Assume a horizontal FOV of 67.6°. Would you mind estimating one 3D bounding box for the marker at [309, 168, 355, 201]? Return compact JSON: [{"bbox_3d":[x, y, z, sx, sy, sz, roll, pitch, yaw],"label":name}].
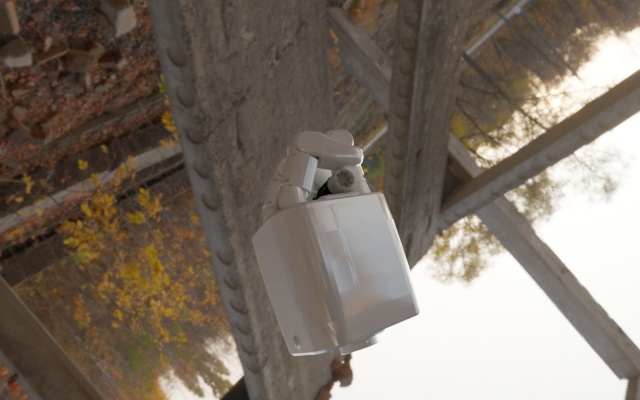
[{"bbox_3d":[0.000,0.001,0.433,0.020,0.020,0.121,0,-18,-19],"label":"marker"}]
